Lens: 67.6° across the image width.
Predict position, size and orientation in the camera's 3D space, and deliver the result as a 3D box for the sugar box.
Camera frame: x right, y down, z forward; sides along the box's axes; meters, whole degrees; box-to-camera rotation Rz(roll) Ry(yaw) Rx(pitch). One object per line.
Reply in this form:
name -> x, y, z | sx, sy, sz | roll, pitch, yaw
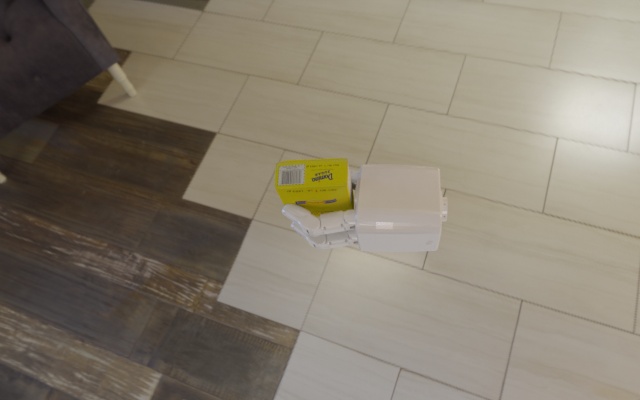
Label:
sugar box -> 0.000, 0.003, 0.668 | 0.093, 0.048, 0.176 | -2, -27, 9
